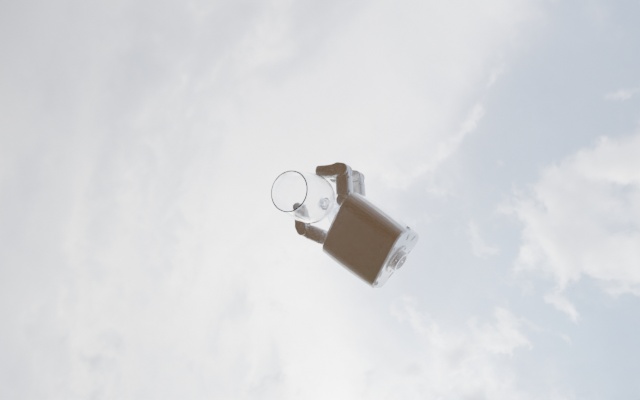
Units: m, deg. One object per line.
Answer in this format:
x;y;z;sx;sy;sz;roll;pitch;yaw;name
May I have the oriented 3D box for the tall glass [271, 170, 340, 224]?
0.000;0.003;0.771;0.079;0.079;0.201;0;-9;28;tall glass
